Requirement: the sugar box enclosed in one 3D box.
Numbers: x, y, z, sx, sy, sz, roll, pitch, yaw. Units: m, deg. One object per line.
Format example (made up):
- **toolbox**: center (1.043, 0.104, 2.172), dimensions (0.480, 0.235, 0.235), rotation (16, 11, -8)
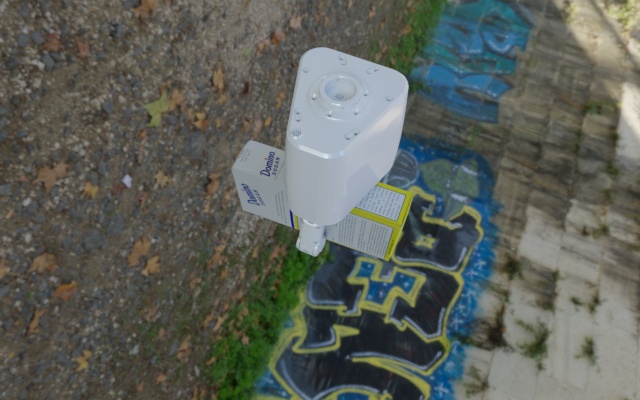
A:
- **sugar box**: center (0.000, 0.001, 0.498), dimensions (0.176, 0.048, 0.093), rotation (21, -27, 10)
